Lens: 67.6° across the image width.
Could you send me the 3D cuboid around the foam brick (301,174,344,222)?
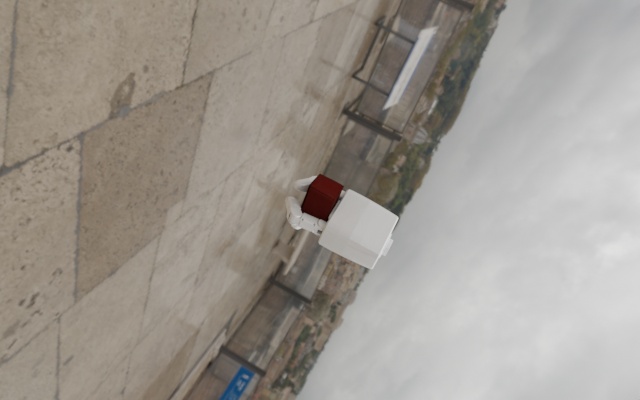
[{"bbox_3d":[0.000,0.003,0.847,0.051,0.078,0.053,28,37,8],"label":"foam brick"}]
